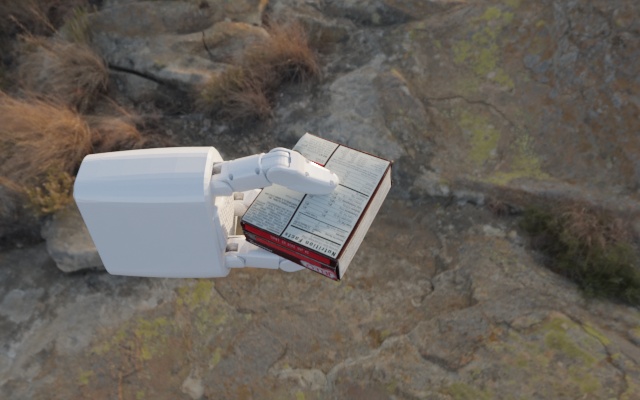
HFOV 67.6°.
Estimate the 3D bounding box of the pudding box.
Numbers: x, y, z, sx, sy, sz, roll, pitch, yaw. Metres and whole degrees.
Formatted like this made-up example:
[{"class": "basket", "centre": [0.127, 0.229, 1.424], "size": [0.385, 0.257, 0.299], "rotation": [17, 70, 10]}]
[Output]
[{"class": "pudding box", "centre": [0.000, 0.001, 0.405], "size": [0.090, 0.113, 0.039], "rotation": [22, -30, 18]}]
